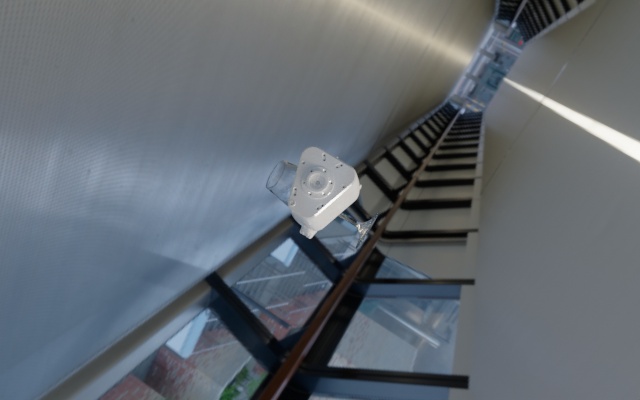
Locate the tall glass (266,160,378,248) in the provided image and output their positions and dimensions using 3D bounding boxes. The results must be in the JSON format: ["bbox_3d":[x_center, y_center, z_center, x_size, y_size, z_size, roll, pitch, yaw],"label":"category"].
[{"bbox_3d":[0.001,0.003,0.867,0.201,0.079,0.079,31,6,10],"label":"tall glass"}]
